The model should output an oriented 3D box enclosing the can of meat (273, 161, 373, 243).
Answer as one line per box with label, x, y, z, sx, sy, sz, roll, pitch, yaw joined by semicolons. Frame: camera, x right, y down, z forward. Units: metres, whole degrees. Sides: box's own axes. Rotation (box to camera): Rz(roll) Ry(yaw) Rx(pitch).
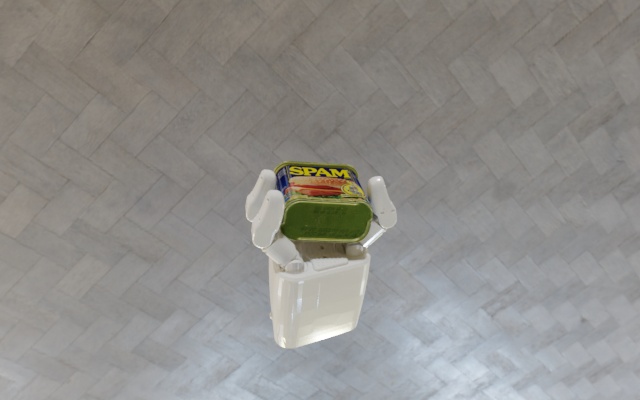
can of meat;0.000;0.002;0.522;0.102;0.057;0.084;3;30;-12
